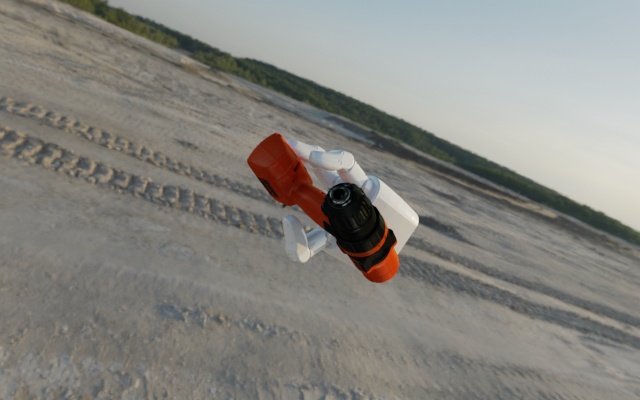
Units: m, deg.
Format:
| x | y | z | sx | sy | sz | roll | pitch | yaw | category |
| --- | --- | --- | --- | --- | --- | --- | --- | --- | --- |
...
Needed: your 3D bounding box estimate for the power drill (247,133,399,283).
| x | y | z | sx | sy | sz | roll | pitch | yaw | category |
| --- | --- | --- | --- | --- | --- | --- | --- | --- | --- |
| 0.000 | 0.002 | 0.524 | 0.187 | 0.057 | 0.184 | 41 | -10 | 33 | power drill |
